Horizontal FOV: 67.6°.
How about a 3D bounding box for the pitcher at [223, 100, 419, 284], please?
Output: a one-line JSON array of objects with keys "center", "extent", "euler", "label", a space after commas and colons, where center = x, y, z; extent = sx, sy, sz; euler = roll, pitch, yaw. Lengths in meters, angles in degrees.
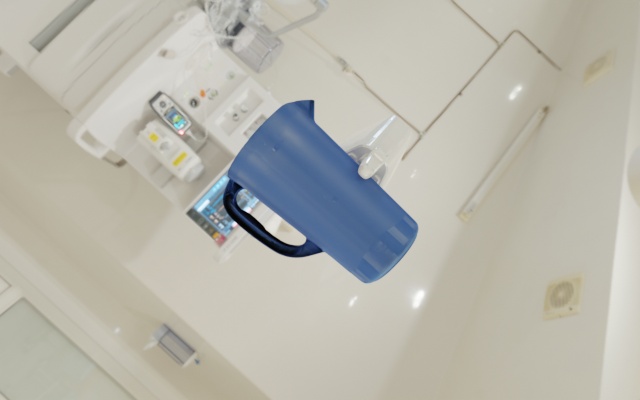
[{"center": [0.000, 0.002, 0.633], "extent": [0.145, 0.243, 0.149], "euler": [-49, 1, -42], "label": "pitcher"}]
